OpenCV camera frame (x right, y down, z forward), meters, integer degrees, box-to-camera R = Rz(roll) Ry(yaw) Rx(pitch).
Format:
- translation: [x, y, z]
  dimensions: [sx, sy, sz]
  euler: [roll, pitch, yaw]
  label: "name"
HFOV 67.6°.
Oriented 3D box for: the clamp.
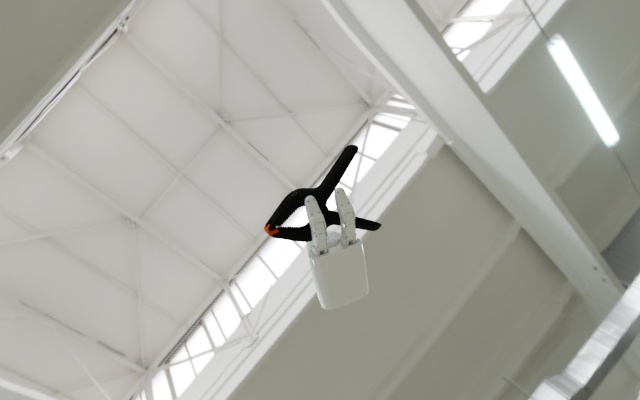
- translation: [-0.001, 0.003, 0.823]
  dimensions: [0.210, 0.164, 0.036]
  euler: [-17, 16, -18]
  label: "clamp"
